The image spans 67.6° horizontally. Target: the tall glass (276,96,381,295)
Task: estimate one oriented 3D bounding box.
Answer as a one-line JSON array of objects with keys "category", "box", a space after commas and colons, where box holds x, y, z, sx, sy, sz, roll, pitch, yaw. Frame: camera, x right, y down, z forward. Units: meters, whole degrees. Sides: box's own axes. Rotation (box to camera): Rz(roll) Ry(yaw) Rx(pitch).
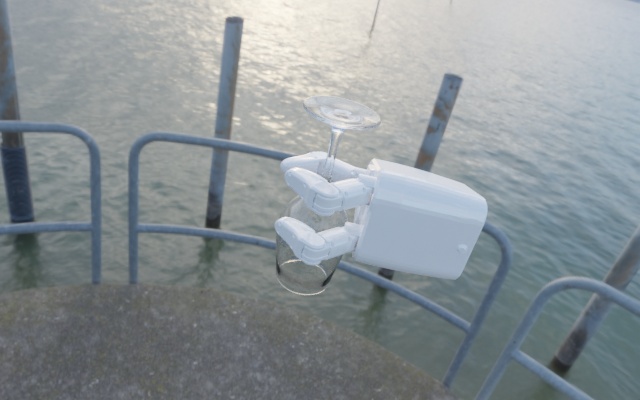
[{"category": "tall glass", "box": [0.000, 0.001, 0.489, 0.079, 0.201, 0.079, 11, 30, -6]}]
